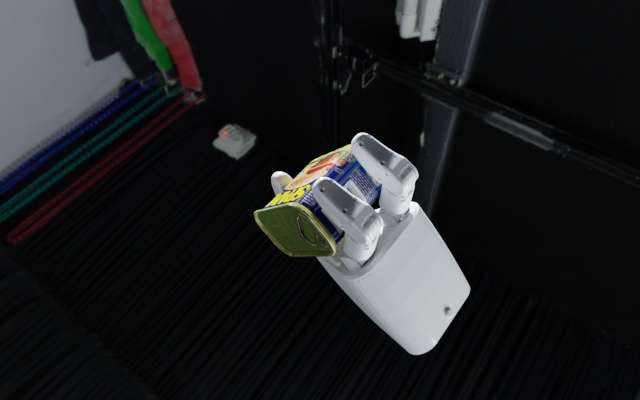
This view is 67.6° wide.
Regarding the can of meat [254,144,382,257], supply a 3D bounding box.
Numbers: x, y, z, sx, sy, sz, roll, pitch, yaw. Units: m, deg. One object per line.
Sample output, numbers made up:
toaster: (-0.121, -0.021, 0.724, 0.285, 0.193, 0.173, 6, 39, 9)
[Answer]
can of meat: (0.000, 0.001, 0.428, 0.084, 0.057, 0.102, -46, 16, -25)
